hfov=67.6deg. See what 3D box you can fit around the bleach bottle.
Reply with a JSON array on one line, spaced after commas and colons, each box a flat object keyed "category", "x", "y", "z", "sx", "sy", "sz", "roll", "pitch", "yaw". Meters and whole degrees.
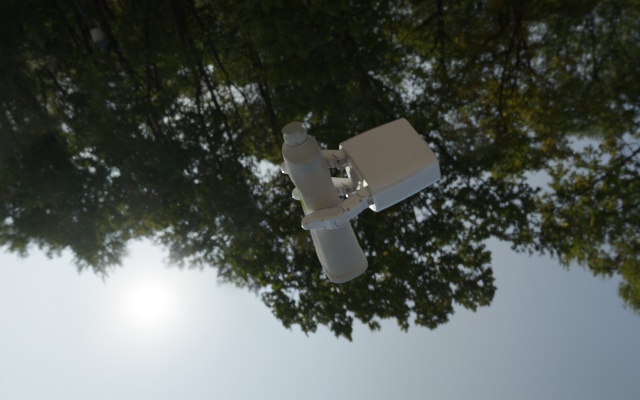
[{"category": "bleach bottle", "x": 0.000, "y": 0.002, "z": 0.694, "sx": 0.068, "sy": 0.251, "sz": 0.102, "roll": -25, "pitch": 38, "yaw": -6}]
